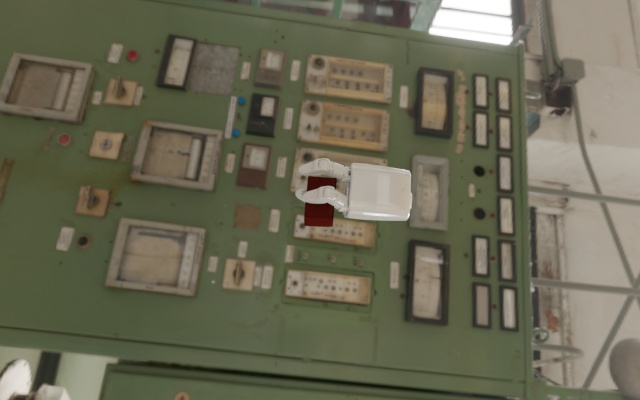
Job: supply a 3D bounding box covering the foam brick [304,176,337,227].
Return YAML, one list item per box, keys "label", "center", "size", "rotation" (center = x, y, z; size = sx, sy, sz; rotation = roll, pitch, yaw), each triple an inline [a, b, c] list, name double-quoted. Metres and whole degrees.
- label: "foam brick"
  center: [0.000, 0.003, 0.840]
  size: [0.051, 0.078, 0.053]
  rotation: [5, -19, 1]
